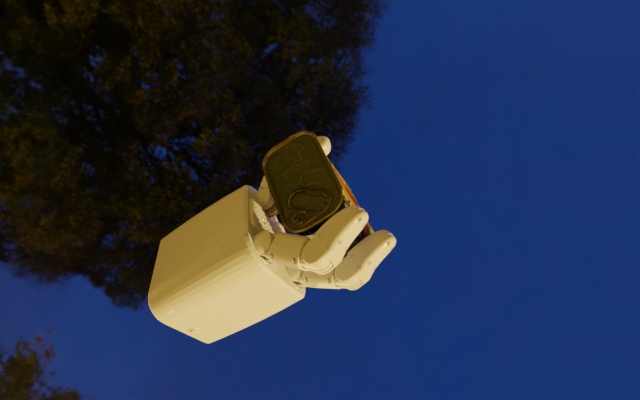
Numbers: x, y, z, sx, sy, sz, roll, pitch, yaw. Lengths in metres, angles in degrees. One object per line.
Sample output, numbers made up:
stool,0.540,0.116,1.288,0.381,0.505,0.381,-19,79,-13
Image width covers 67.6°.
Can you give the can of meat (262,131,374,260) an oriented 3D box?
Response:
can of meat,0.000,0.001,0.432,0.057,0.102,0.084,-32,-41,8
